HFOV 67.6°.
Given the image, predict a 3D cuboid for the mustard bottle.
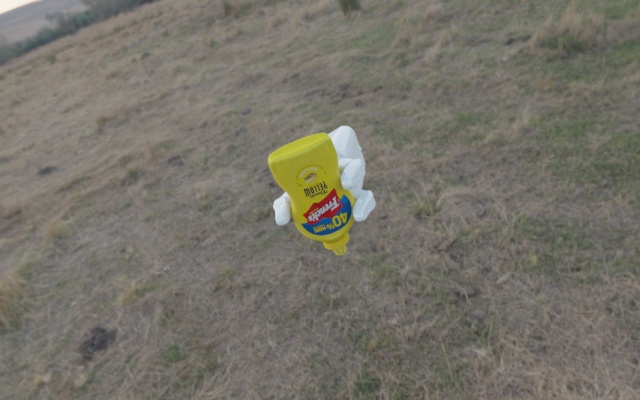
[{"bbox_3d":[0.000,0.002,0.712,0.096,0.192,0.058,-23,26,-2],"label":"mustard bottle"}]
